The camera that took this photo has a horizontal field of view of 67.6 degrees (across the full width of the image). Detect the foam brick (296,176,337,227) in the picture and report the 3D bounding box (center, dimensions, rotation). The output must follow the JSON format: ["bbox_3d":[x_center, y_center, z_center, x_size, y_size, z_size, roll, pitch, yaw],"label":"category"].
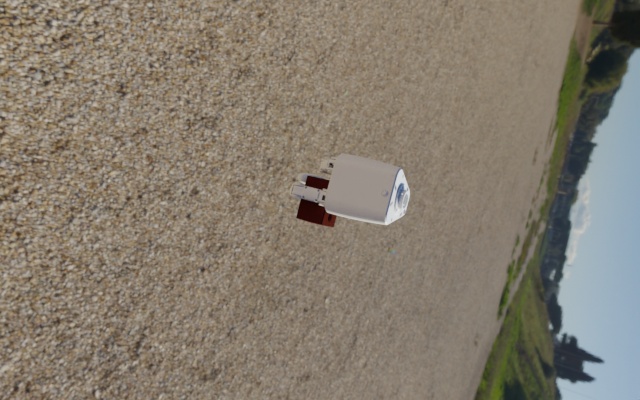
[{"bbox_3d":[0.000,0.003,0.816,0.051,0.078,0.053,14,-2,25],"label":"foam brick"}]
